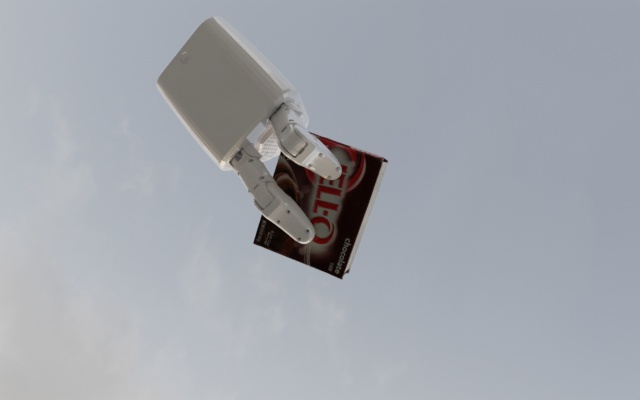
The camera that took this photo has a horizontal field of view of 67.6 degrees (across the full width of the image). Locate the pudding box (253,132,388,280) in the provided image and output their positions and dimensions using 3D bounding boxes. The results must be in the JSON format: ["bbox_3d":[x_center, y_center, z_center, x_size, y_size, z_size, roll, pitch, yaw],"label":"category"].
[{"bbox_3d":[0.000,0.001,0.430,0.090,0.113,0.039,20,10,16],"label":"pudding box"}]
